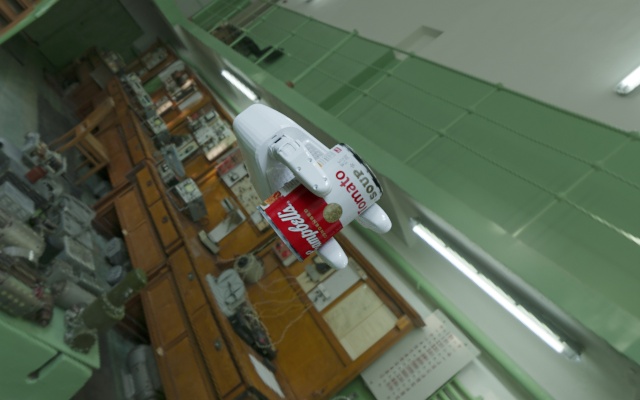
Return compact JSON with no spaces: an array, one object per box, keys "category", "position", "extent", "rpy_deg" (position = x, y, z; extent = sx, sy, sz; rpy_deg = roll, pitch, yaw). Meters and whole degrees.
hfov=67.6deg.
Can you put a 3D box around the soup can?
[{"category":"soup can","position":[0.000,0.001,0.456],"extent":[0.102,0.068,0.068],"rpy_deg":[-38,4,-5]}]
